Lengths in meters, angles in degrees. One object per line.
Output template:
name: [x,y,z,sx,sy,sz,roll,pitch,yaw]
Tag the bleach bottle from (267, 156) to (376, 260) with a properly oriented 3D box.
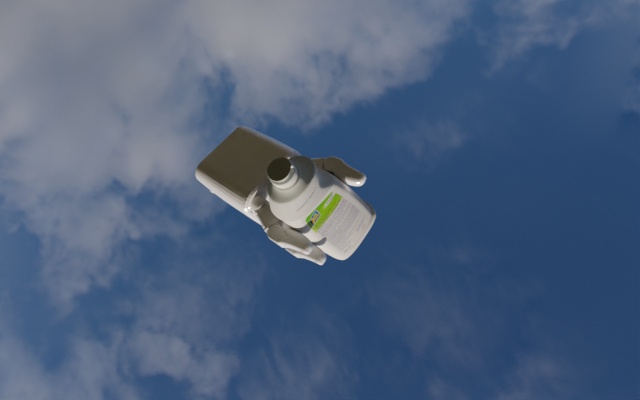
bleach bottle: [0.000,0.002,0.623,0.068,0.102,0.251,30,-8,27]
